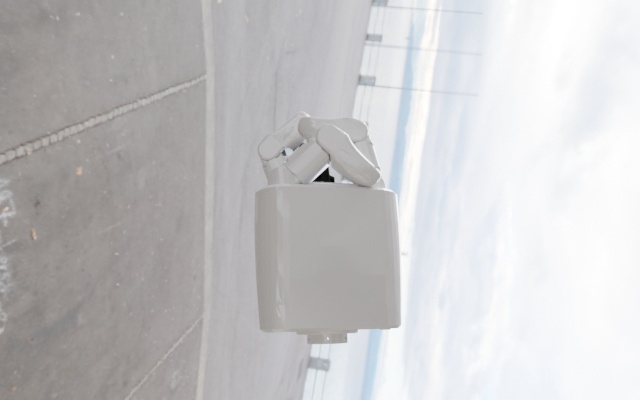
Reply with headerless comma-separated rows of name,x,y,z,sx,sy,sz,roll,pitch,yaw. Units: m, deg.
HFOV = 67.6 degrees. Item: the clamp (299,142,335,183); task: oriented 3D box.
clamp,0.001,0.001,0.484,0.039,0.120,0.171,-14,-14,2
